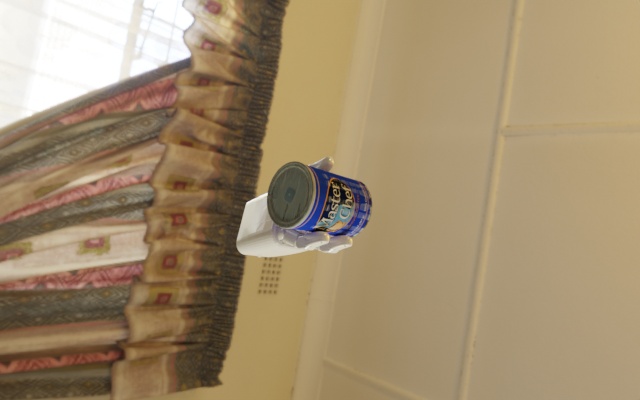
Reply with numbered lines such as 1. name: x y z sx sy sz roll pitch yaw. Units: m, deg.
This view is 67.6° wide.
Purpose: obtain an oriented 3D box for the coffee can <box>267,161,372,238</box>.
1. coffee can: 0.000 0.002 0.764 0.103 0.103 0.140 0 -10 44
